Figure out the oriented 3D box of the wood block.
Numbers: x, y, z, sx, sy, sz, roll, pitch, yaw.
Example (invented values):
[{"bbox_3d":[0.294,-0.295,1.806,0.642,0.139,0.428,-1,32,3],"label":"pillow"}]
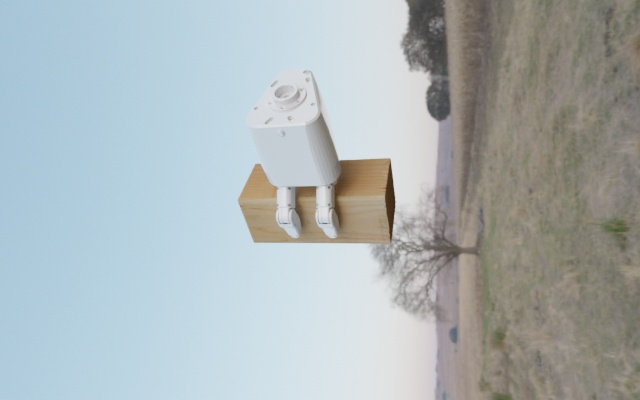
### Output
[{"bbox_3d":[0.000,0.002,0.695,0.206,0.090,0.090,-1,41,16],"label":"wood block"}]
